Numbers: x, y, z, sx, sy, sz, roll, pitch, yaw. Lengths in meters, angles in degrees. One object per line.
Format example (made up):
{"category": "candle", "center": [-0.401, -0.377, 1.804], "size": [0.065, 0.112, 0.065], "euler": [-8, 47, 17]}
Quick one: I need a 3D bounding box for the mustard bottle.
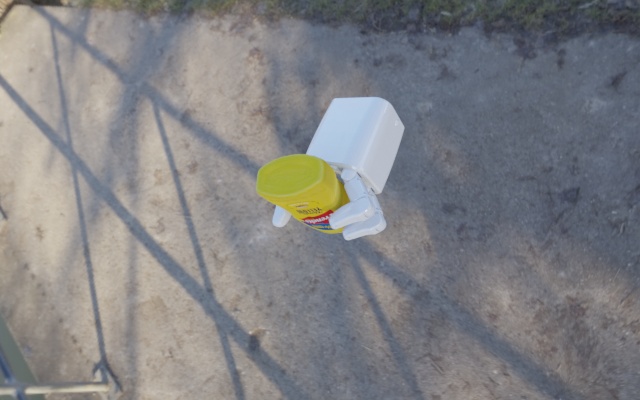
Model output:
{"category": "mustard bottle", "center": [0.000, 0.002, 0.654], "size": [0.096, 0.058, 0.192], "euler": [-9, -24, 23]}
